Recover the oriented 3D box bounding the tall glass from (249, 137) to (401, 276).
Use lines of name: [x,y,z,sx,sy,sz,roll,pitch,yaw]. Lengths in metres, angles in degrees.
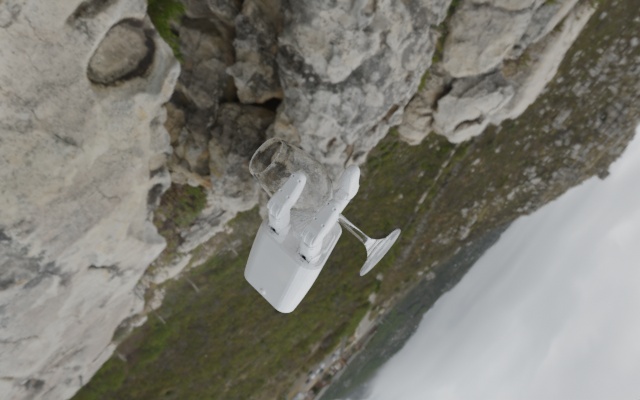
tall glass: [0.001,0.002,0.605,0.201,0.079,0.079,41,14,17]
